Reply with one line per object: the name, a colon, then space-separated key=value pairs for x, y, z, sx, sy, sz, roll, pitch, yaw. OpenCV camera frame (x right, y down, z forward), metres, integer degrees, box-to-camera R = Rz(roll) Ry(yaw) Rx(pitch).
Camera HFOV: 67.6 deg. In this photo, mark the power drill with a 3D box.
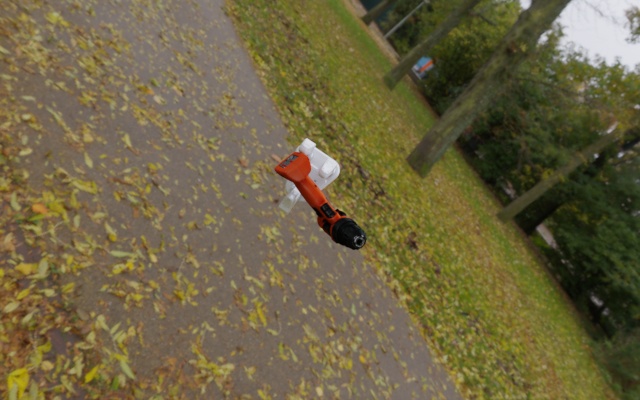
power drill: x=0.000 y=0.002 z=0.876 sx=0.057 sy=0.188 sz=0.184 roll=-39 pitch=19 yaw=-9
